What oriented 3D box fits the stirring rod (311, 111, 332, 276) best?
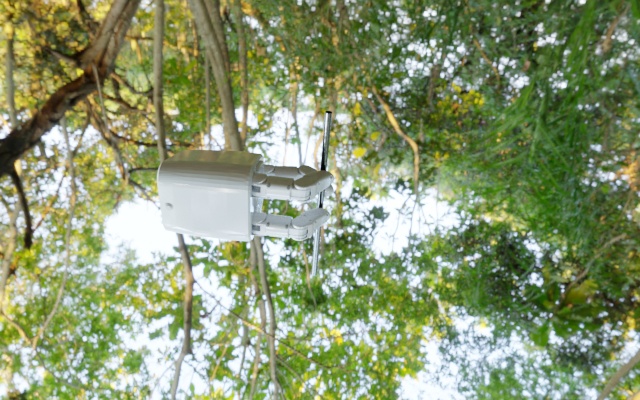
[{"bbox_3d":[0.000,0.002,0.597,0.011,0.240,0.011,4,33,-2],"label":"stirring rod"}]
